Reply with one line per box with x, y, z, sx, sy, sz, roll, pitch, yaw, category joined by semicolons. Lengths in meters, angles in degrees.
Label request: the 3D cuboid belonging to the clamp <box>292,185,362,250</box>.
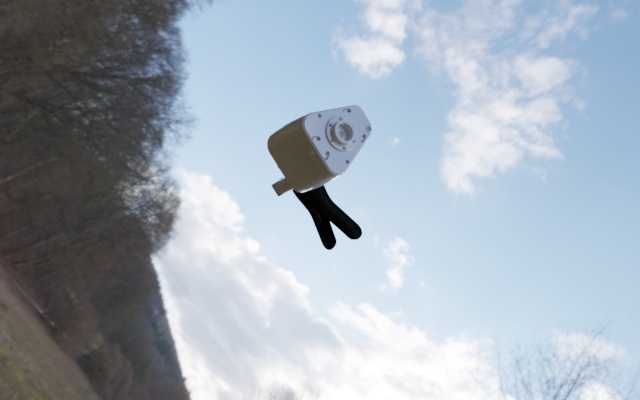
0.000;0.002;0.752;0.039;0.171;0.120;-37;10;-31;clamp
